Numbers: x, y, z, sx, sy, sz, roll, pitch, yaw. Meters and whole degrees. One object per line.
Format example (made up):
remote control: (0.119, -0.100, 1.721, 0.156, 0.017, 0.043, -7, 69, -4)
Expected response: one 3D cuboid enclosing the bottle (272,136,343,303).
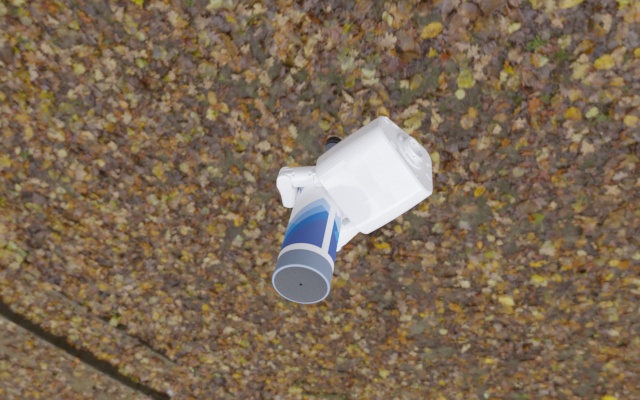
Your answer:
bottle: (0.000, 0.002, 0.648, 0.069, 0.069, 0.295, 0, 39, 11)
